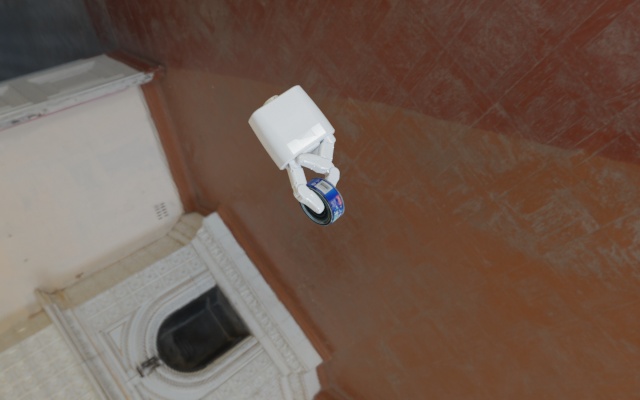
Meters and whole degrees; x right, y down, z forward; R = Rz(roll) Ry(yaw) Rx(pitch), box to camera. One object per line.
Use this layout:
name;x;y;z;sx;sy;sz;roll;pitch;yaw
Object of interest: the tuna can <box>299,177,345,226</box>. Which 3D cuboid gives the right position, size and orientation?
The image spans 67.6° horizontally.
tuna can;0.000;0.003;0.861;0.033;0.086;0.086;-39;24;-33
